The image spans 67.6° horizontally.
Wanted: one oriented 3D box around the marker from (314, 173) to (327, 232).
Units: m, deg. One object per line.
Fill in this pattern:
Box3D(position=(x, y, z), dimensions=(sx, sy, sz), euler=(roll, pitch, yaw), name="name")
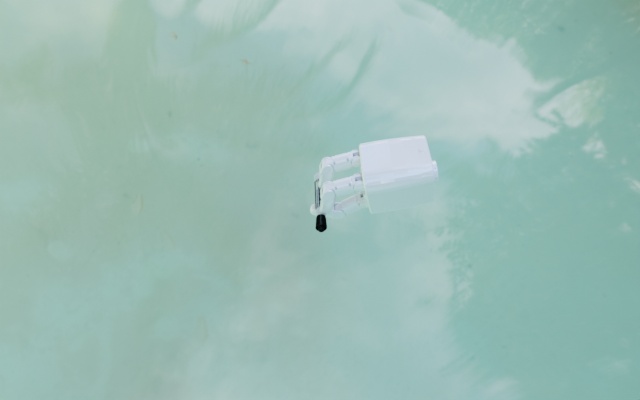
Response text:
Box3D(position=(0.000, 0.003, 0.797), dimensions=(0.020, 0.121, 0.020), euler=(-1, -41, -1), name="marker")
